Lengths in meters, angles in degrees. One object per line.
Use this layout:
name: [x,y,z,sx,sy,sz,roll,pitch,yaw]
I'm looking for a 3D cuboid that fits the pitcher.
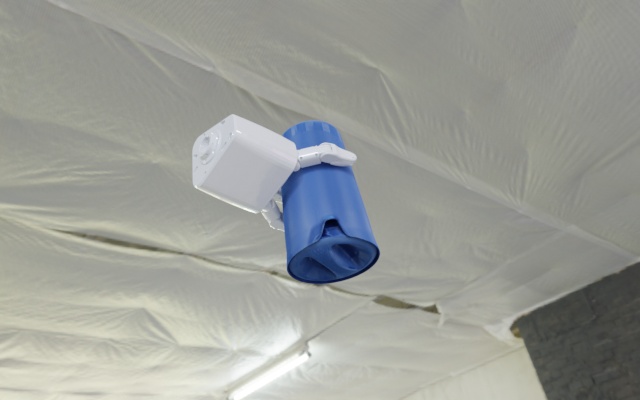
pitcher: [0.000,0.002,0.745,0.145,0.242,0.149,22,-47,-38]
